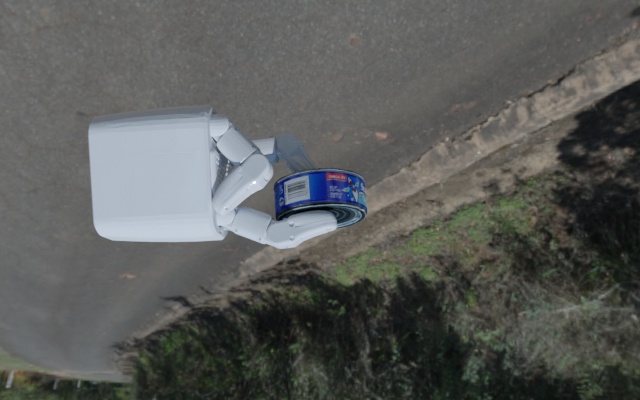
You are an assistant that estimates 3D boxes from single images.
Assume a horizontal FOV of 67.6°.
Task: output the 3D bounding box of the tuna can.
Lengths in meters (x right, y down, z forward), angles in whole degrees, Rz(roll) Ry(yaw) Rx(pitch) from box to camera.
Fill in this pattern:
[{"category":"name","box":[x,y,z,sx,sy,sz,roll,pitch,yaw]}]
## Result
[{"category":"tuna can","box":[0.000,0.002,0.441,0.086,0.033,0.086,-4,-19,-1]}]
